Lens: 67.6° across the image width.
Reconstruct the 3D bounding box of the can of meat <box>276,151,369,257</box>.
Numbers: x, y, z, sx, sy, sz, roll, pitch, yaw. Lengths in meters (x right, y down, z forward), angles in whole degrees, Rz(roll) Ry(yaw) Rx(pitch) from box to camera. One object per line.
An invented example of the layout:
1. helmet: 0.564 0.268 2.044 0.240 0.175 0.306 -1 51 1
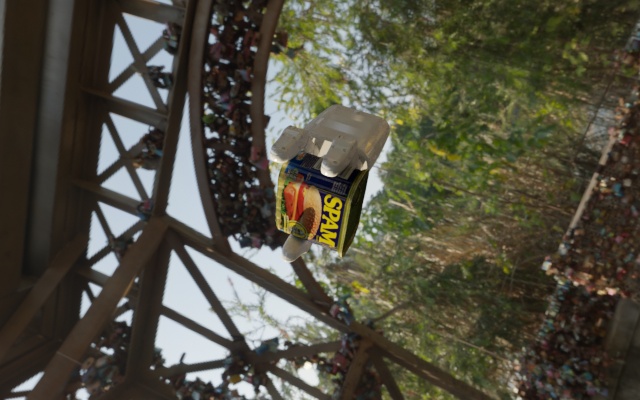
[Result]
1. can of meat: 0.000 0.002 0.525 0.084 0.102 0.057 20 41 14
